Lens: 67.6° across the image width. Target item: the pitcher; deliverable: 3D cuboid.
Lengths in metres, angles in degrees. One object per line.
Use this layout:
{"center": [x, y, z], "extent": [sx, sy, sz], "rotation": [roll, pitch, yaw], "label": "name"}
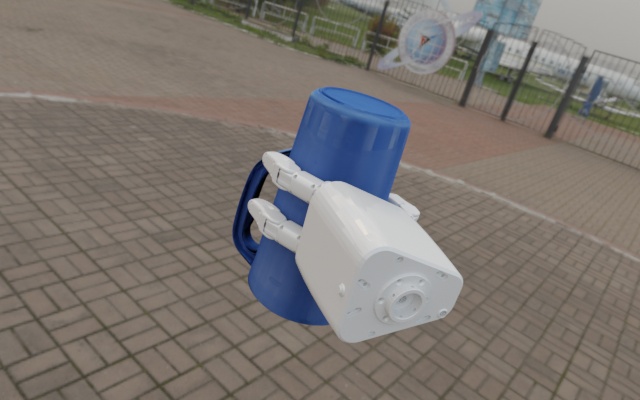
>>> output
{"center": [0.000, 0.002, 0.532], "extent": [0.149, 0.243, 0.145], "rotation": [6, 25, -24], "label": "pitcher"}
